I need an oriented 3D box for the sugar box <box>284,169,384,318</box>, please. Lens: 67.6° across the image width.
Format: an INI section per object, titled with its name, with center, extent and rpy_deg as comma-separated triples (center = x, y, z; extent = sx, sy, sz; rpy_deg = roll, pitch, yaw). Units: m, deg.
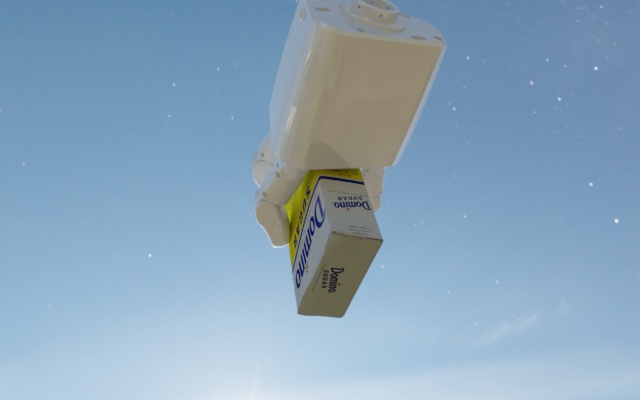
[sugar box]
center = 0.000, 0.001, 0.413
extent = 0.048, 0.093, 0.176
rpy_deg = 9, 38, -15
